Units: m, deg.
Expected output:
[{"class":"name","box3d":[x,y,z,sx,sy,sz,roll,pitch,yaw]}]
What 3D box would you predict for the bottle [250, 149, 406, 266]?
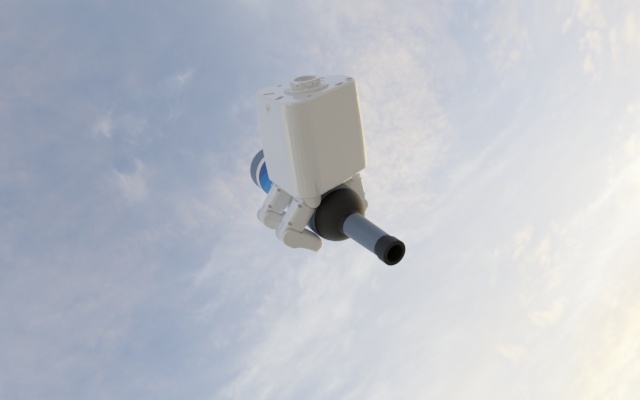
[{"class":"bottle","box3d":[0.000,0.002,0.580,0.069,0.069,0.295,0,20,-31]}]
